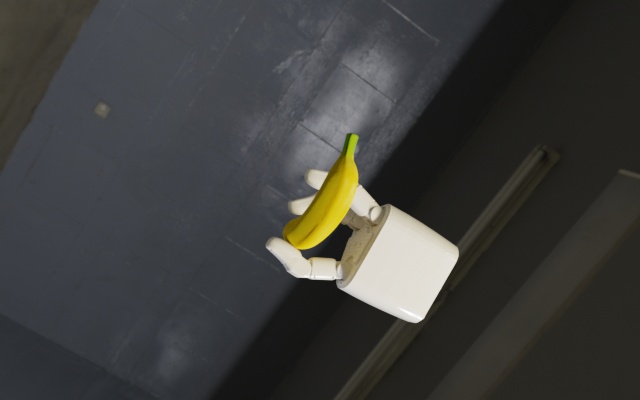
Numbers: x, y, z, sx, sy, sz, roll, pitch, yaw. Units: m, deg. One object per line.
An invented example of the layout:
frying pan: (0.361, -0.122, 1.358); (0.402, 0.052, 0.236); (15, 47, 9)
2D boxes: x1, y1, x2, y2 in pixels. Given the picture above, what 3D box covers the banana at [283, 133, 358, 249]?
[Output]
banana: (-0.003, 0.014, 0.520); (0.037, 0.069, 0.198); (25, -40, -11)
